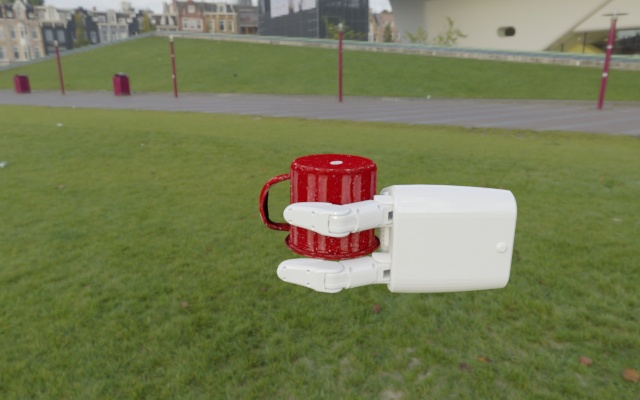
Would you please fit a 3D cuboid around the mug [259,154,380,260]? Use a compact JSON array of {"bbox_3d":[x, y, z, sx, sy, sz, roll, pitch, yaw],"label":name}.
[{"bbox_3d":[-0.001,0.001,0.456,0.117,0.081,0.093,0,16,-1],"label":"mug"}]
